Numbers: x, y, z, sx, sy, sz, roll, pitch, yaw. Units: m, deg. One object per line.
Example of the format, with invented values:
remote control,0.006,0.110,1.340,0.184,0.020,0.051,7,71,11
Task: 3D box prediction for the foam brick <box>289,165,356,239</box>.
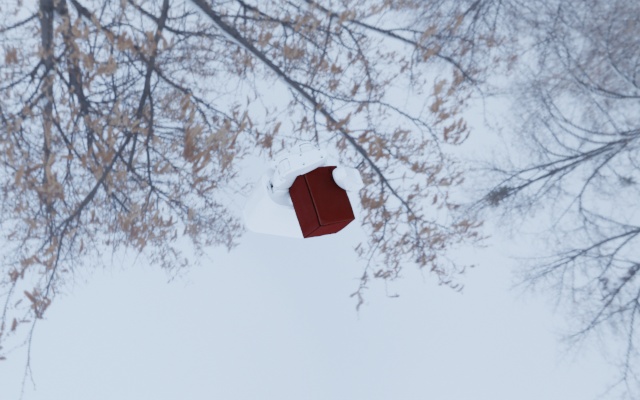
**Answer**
foam brick,0.000,0.002,0.601,0.053,0.078,0.051,-7,-21,-31
